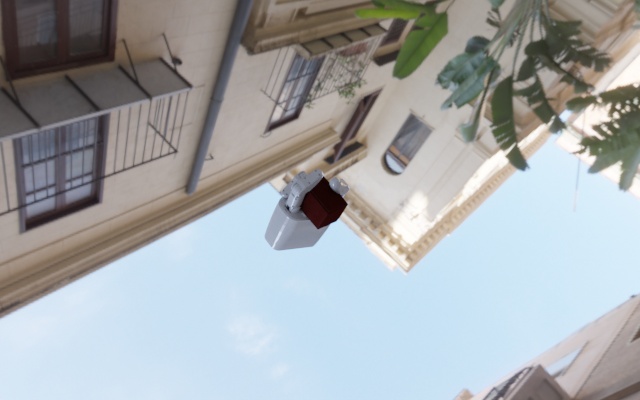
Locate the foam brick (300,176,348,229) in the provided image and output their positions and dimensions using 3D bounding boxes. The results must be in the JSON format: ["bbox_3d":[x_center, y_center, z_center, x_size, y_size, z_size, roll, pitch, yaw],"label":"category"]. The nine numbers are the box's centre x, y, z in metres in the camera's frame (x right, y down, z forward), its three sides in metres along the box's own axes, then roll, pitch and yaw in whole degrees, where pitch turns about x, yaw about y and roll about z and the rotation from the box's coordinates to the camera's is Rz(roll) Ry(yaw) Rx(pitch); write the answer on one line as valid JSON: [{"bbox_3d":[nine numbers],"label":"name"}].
[{"bbox_3d":[0.000,0.003,0.858,0.053,0.078,0.051,-21,-28,-41],"label":"foam brick"}]
